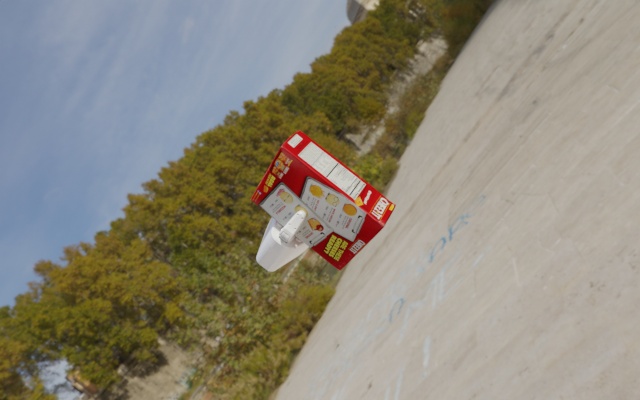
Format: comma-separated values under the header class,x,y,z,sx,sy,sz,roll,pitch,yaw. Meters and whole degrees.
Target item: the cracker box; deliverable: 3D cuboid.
class,x,y,z,sx,sy,sz,roll,pitch,yaw
cracker box,0.000,0.003,0.845,0.072,0.213,0.164,-52,0,-43
